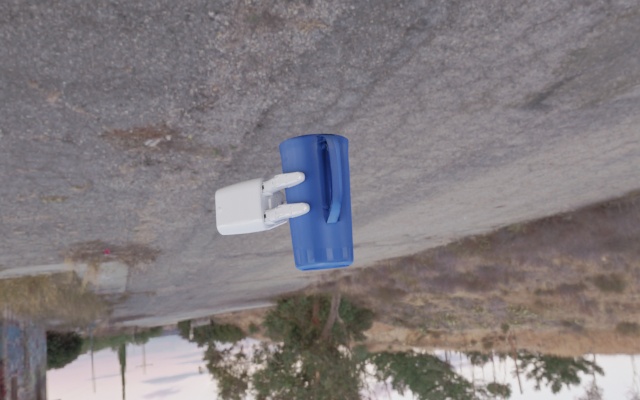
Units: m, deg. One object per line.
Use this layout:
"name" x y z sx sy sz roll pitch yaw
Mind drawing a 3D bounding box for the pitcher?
"pitcher" 0.000 0.003 0.879 0.145 0.242 0.149 -10 -10 24
